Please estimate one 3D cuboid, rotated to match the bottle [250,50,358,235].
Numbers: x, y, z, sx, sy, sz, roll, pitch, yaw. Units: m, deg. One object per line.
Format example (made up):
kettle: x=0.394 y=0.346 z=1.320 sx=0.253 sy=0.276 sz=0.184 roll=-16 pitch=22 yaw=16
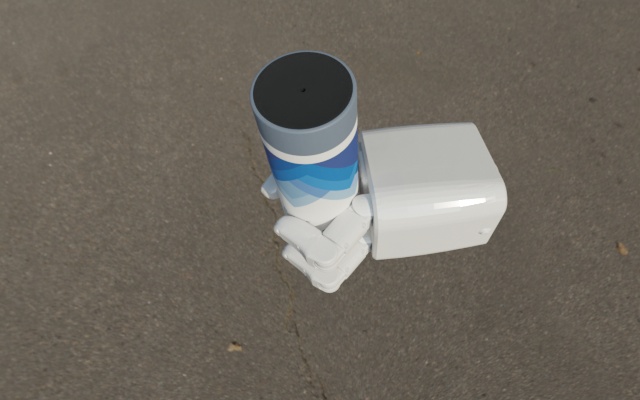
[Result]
bottle: x=0.000 y=0.001 z=0.422 sx=0.069 sy=0.069 sz=0.296 roll=0 pitch=-28 yaw=5
